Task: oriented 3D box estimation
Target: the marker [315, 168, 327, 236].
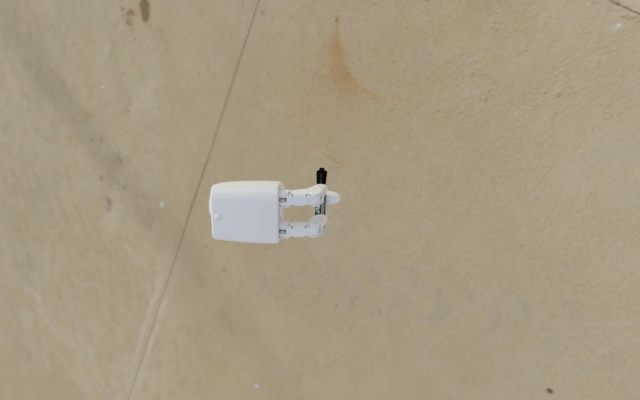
[{"bbox_3d":[0.000,0.003,0.815,0.020,0.121,0.020,2,21,-1],"label":"marker"}]
